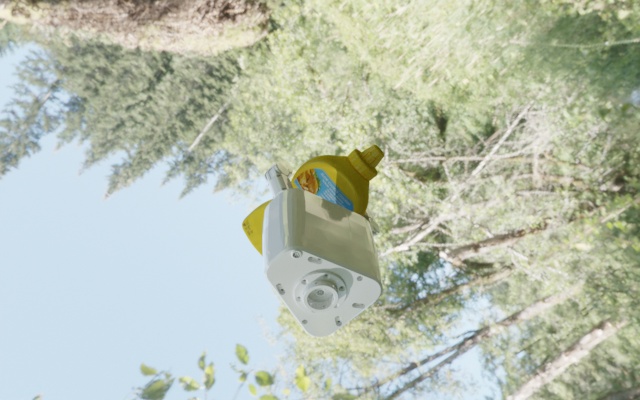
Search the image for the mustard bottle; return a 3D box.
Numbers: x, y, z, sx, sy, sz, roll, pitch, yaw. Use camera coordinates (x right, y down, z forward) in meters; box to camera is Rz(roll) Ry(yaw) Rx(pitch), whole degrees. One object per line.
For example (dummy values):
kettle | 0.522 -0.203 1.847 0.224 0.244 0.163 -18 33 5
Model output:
mustard bottle | 0.000 0.002 0.579 0.192 0.096 0.058 -41 0 18
